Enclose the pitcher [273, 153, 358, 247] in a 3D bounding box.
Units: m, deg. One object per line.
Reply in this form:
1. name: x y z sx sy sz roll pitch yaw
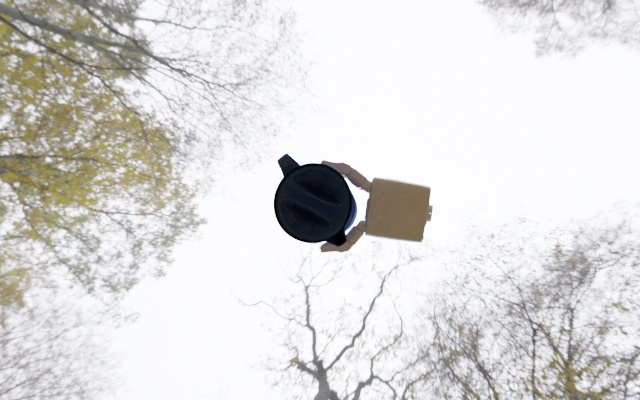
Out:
1. pitcher: 0.000 0.003 0.896 0.145 0.149 0.243 7 -3 10
